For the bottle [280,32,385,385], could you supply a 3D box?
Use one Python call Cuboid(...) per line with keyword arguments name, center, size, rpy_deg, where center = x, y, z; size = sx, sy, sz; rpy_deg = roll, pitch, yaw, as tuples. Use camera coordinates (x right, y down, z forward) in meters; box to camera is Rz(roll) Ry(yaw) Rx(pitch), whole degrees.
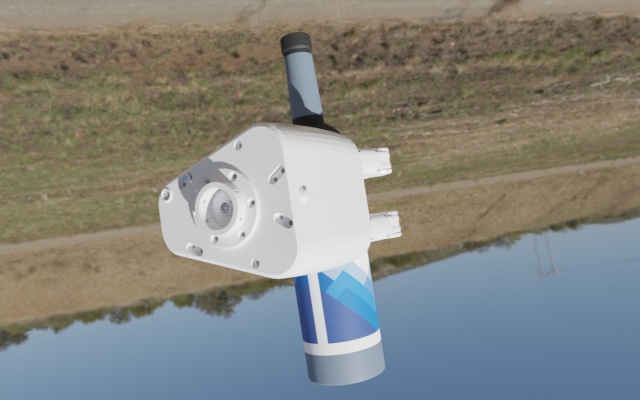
Cuboid(name="bottle", center=(0.000, 0.002, 0.416), size=(0.069, 0.295, 0.069), rpy_deg=(-9, -3, 0))
